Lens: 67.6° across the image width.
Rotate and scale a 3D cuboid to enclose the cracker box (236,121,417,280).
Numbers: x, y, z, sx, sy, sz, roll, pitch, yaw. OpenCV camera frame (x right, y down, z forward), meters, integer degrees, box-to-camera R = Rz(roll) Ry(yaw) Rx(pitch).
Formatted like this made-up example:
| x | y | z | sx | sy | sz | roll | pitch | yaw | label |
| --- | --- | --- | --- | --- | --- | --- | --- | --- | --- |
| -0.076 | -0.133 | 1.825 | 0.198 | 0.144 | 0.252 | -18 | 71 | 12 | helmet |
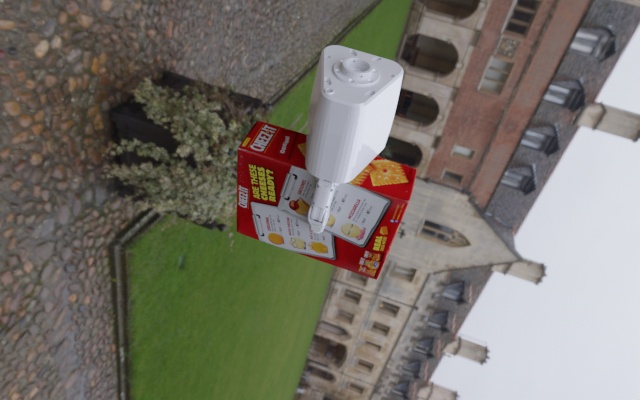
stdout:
| x | y | z | sx | sy | sz | roll | pitch | yaw | label |
| --- | --- | --- | --- | --- | --- | --- | --- | --- | --- |
| 0.000 | 0.002 | 0.635 | 0.213 | 0.164 | 0.072 | 18 | 46 | 7 | cracker box |
